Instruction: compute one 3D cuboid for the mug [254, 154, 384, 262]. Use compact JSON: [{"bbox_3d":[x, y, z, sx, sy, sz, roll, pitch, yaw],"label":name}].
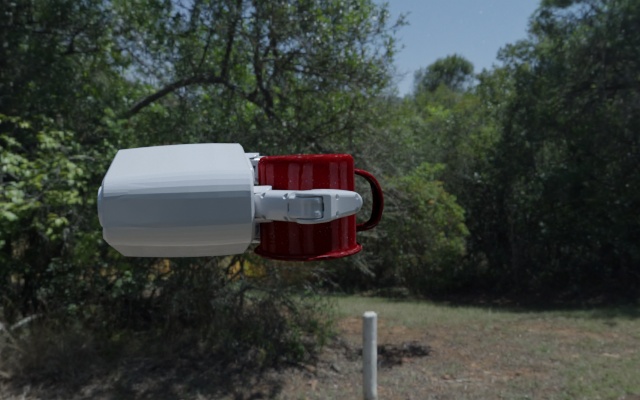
[{"bbox_3d":[0.001,0.001,0.410,0.117,0.081,0.093,-3,6,-16],"label":"mug"}]
